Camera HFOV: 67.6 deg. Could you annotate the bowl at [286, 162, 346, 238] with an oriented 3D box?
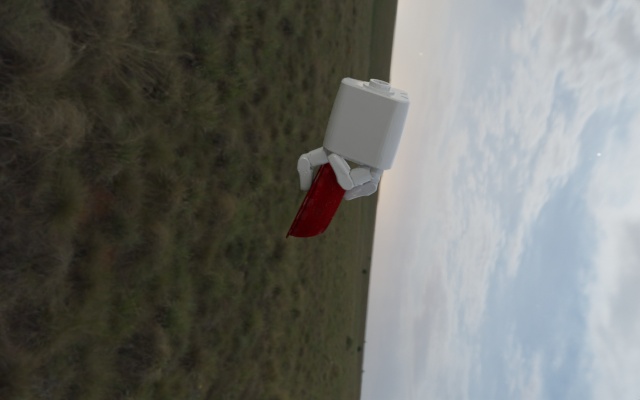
[{"bbox_3d":[0.000,0.004,0.810,0.055,0.162,0.162,27,-2,-3],"label":"bowl"}]
